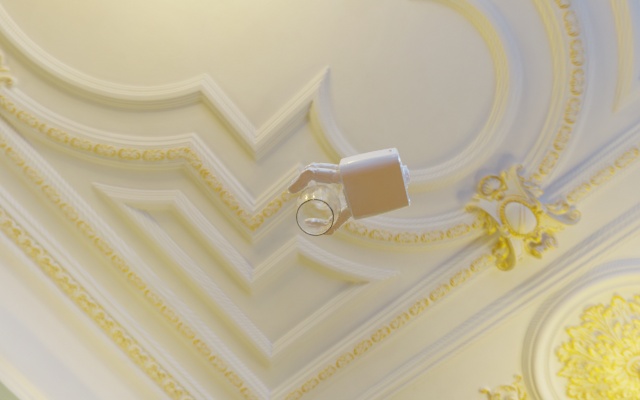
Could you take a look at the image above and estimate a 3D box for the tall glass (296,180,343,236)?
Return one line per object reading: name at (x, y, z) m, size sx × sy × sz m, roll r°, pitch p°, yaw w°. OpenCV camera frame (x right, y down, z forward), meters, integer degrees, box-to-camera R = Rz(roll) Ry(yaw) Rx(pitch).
tall glass at (0.000, 0.003, 0.859) m, size 0.079 × 0.079 × 0.201 m, roll 0°, pitch 15°, yaw 6°
